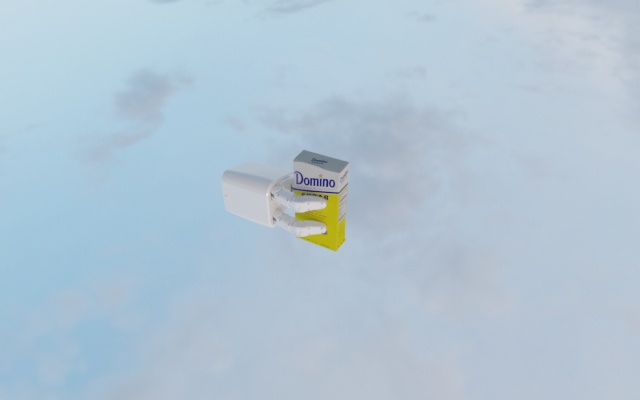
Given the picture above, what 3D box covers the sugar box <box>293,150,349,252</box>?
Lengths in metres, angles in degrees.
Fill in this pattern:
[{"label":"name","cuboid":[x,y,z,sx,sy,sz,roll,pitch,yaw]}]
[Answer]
[{"label":"sugar box","cuboid":[0.000,0.003,0.863,0.093,0.176,0.048,17,41,23]}]
